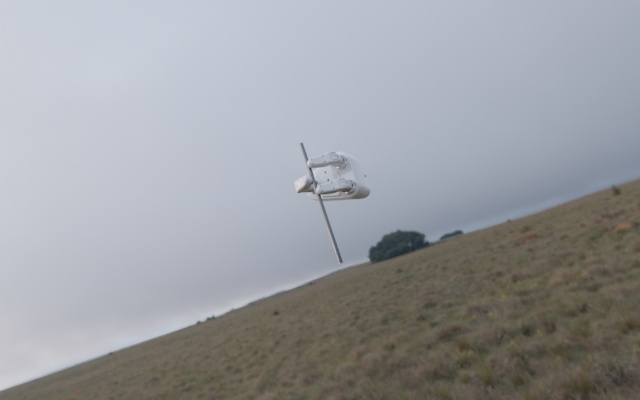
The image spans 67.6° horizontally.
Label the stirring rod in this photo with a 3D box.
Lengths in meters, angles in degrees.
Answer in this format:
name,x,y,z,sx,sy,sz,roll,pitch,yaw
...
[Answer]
name,x,y,z,sx,sy,sz,roll,pitch,yaw
stirring rod,0.000,0.003,0.897,0.011,0.239,0.011,-18,-9,-3
